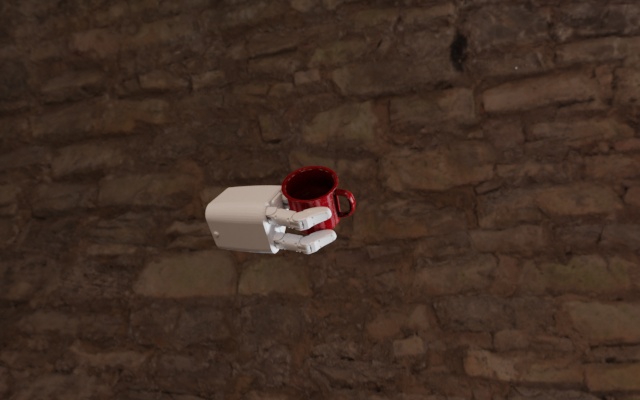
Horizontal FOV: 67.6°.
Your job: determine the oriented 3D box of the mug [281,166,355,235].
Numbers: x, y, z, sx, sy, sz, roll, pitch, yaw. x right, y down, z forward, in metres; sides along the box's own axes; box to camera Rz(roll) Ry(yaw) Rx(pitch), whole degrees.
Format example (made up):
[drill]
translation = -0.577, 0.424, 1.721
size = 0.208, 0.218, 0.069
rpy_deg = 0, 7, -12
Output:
[mug]
translation = 0.002, 0.003, 0.787
size = 0.117, 0.082, 0.093
rpy_deg = 2, 42, 17
